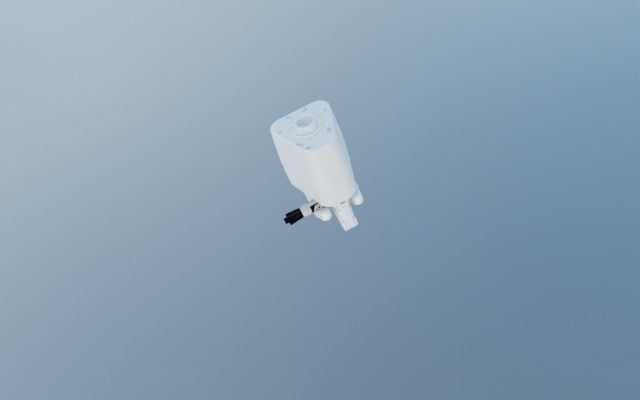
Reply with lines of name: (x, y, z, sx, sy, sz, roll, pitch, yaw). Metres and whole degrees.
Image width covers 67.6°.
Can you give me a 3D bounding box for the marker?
marker: (0.000, 0.002, 0.709, 0.121, 0.020, 0.020, -28, 3, -6)
